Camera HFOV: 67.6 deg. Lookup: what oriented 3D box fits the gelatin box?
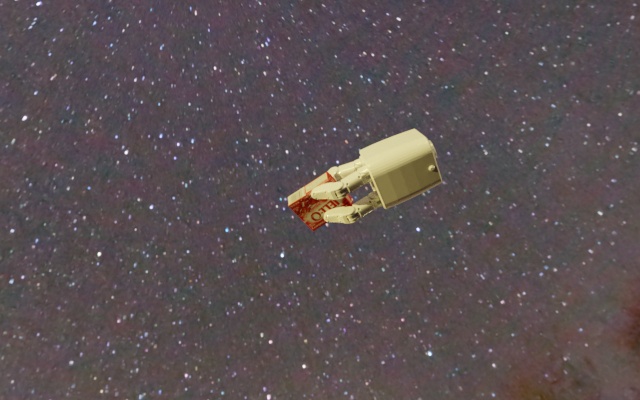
[{"bbox_3d":[0.000,0.003,0.821,0.089,0.073,0.030,-32,33,17],"label":"gelatin box"}]
